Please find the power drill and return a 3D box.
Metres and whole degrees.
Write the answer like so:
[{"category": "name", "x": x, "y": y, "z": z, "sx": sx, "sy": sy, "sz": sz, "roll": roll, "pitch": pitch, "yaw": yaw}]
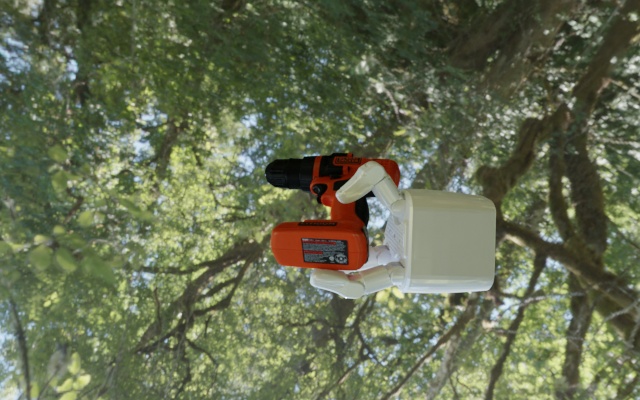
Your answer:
[{"category": "power drill", "x": 0.000, "y": 0.002, "z": 0.586, "sx": 0.184, "sy": 0.057, "sz": 0.187, "roll": 1, "pitch": 35, "yaw": 13}]
